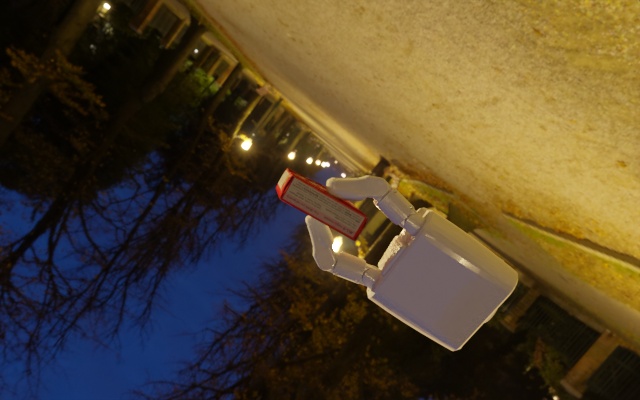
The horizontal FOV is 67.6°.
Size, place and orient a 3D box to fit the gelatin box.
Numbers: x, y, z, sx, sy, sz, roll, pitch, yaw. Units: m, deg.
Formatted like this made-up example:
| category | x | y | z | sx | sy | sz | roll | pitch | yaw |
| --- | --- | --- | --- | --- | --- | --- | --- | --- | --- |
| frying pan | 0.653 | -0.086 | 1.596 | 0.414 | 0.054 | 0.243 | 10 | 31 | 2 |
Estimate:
| category | x | y | z | sx | sy | sz | roll | pitch | yaw |
| --- | --- | --- | --- | --- | --- | --- | --- | --- | --- |
| gelatin box | 0.000 | 0.002 | 0.492 | 0.089 | 0.030 | 0.073 | 29 | 5 | -11 |
